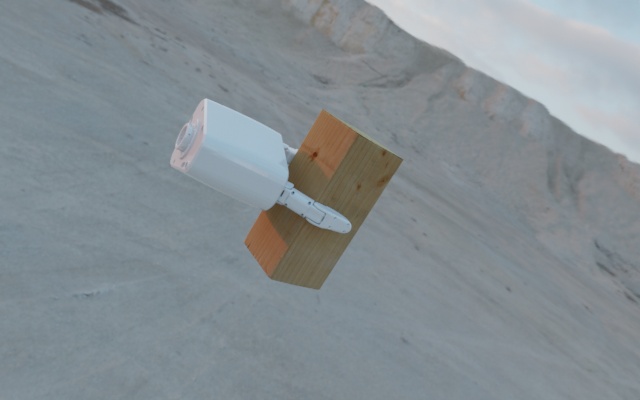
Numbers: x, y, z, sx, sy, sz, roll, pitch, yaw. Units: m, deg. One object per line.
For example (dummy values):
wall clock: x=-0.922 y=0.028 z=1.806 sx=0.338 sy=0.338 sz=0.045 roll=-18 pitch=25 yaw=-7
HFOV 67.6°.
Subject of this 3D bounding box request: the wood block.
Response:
wood block: x=0.000 y=0.002 z=0.620 sx=0.090 sy=0.206 sz=0.090 roll=22 pitch=15 yaw=-41
